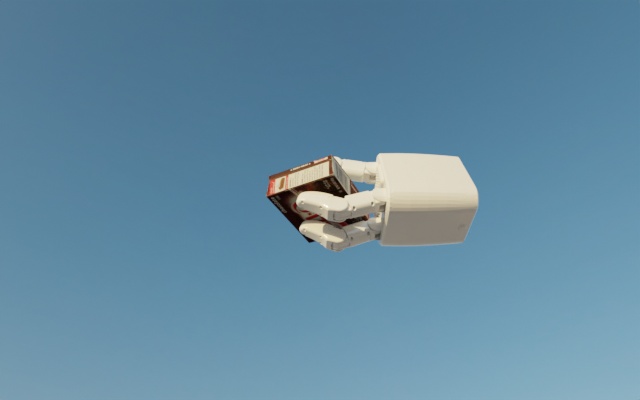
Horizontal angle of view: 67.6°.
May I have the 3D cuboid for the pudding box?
[{"bbox_3d":[0.000,0.002,0.592,0.090,0.039,0.114,-18,-45,21],"label":"pudding box"}]
